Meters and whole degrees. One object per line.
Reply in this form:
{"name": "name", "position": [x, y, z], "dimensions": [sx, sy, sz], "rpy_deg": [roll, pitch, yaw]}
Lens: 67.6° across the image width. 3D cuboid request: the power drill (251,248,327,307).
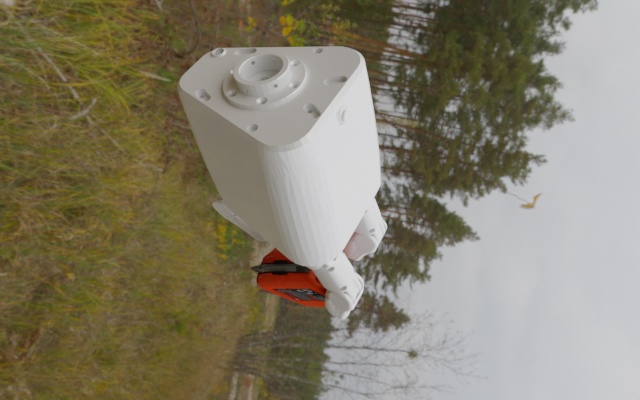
{"name": "power drill", "position": [0.000, 0.002, 0.451], "dimensions": [0.057, 0.187, 0.184], "rpy_deg": [-7, -23, 24]}
